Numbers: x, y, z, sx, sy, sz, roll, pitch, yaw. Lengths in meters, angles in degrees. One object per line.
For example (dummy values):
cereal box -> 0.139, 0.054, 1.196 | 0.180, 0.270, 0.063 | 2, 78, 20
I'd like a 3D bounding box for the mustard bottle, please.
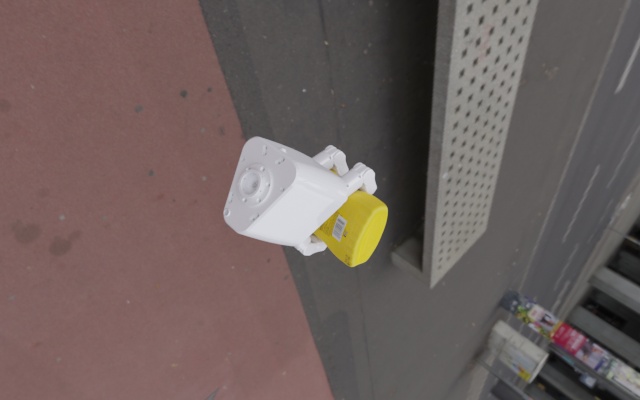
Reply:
mustard bottle -> 0.000, 0.002, 0.670 | 0.191, 0.096, 0.058 | 36, 33, 32
